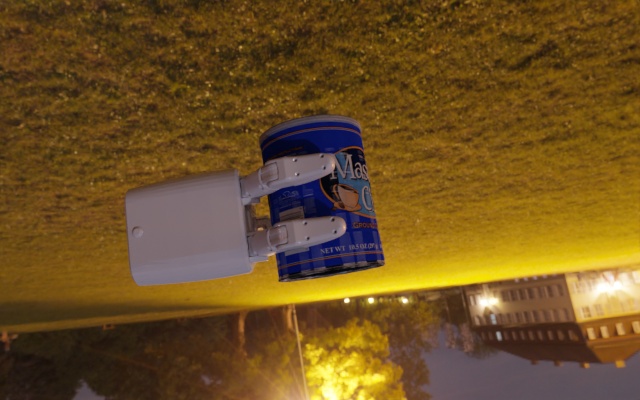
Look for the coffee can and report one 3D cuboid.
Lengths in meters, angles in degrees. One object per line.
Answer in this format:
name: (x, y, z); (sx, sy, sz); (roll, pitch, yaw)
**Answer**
coffee can: (0.000, 0.001, 0.464); (0.103, 0.140, 0.103); (-9, -12, -2)
